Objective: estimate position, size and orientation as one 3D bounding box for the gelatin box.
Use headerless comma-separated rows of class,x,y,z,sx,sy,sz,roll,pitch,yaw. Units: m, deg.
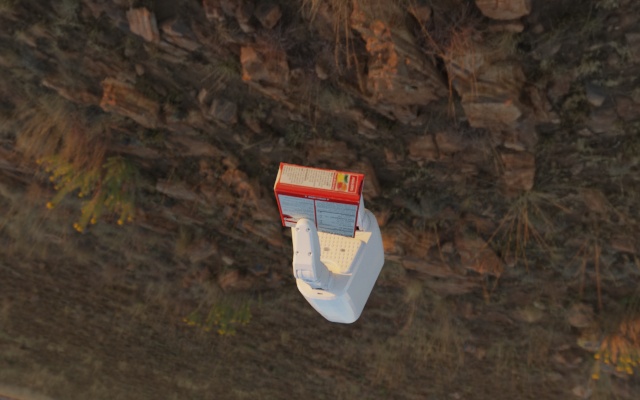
gelatin box,0.000,0.002,0.438,0.073,0.030,0.089,9,-23,5
